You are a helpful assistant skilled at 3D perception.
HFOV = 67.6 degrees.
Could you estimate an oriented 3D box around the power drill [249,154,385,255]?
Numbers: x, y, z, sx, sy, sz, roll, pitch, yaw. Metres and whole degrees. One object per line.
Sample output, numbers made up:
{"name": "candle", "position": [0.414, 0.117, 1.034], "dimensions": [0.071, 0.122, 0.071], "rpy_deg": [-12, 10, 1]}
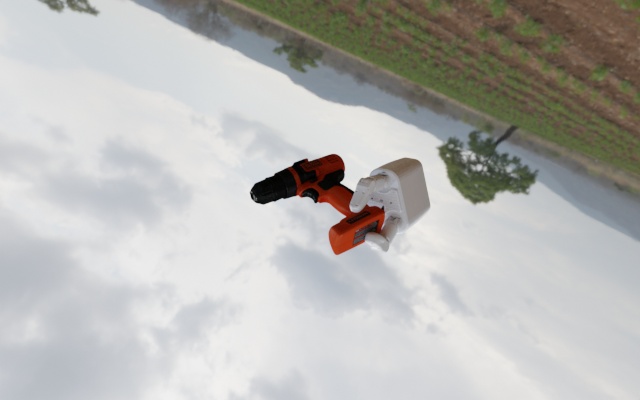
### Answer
{"name": "power drill", "position": [0.001, 0.003, 0.790], "dimensions": [0.184, 0.057, 0.187], "rpy_deg": [-24, 52, -26]}
